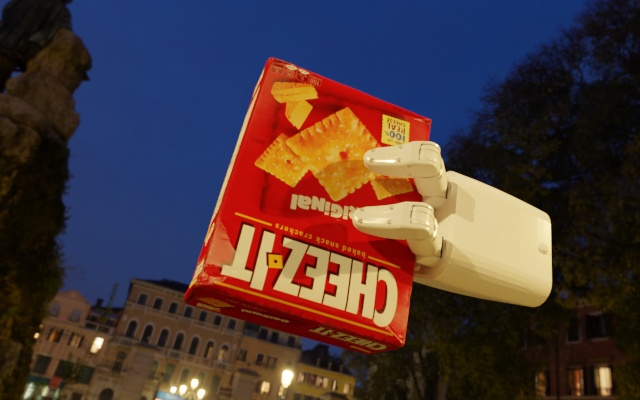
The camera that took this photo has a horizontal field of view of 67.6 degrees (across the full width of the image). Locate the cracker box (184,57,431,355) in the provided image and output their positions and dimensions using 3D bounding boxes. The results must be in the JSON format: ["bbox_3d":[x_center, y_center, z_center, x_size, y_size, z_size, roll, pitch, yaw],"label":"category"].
[{"bbox_3d":[0.000,0.001,0.406,0.164,0.213,0.072,19,-28,-13],"label":"cracker box"}]
